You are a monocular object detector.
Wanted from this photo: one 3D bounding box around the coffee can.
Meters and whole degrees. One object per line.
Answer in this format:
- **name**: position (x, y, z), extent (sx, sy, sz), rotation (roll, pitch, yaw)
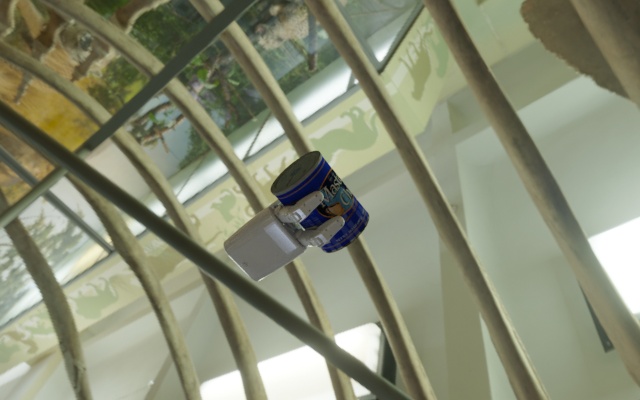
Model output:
- **coffee can**: position (0.000, 0.002, 0.795), extent (0.103, 0.140, 0.102), rotation (-34, 21, 15)
